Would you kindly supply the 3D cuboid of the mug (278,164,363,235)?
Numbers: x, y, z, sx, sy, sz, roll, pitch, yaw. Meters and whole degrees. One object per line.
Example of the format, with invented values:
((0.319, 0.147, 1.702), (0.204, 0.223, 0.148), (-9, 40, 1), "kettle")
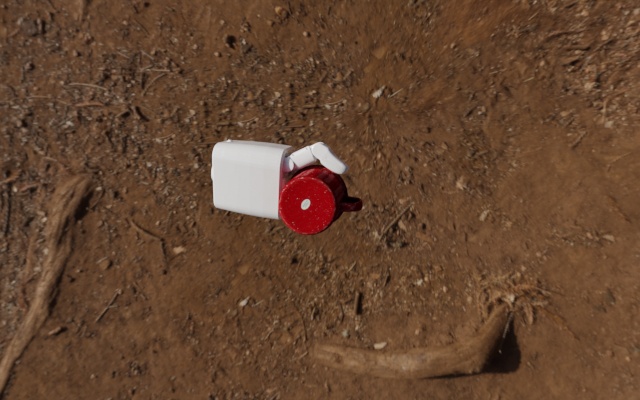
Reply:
((0.001, 0.003, 0.665), (0.117, 0.093, 0.081), (8, 12, 7), "mug")
